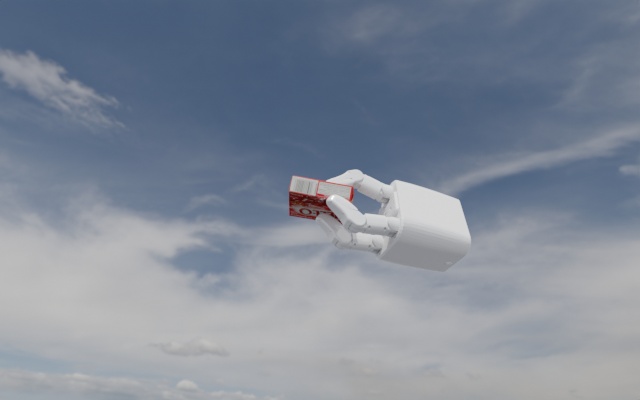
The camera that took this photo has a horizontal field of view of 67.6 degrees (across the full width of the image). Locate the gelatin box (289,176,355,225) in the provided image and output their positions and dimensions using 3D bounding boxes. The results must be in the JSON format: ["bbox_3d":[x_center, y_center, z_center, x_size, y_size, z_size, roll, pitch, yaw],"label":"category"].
[{"bbox_3d":[0.000,0.002,0.680,0.089,0.030,0.073,11,-29,2],"label":"gelatin box"}]
